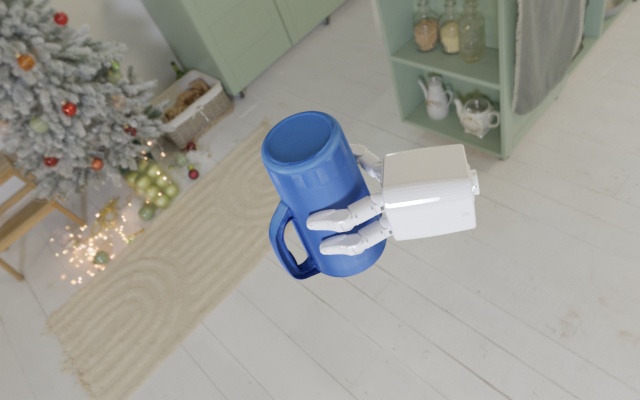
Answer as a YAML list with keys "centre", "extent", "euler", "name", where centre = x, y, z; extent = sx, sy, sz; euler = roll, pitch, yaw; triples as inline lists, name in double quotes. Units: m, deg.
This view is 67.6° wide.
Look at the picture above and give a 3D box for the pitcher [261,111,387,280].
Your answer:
- centre: [0.000, 0.002, 0.674]
  extent: [0.145, 0.149, 0.243]
  euler: [-6, -39, 17]
  name: "pitcher"
